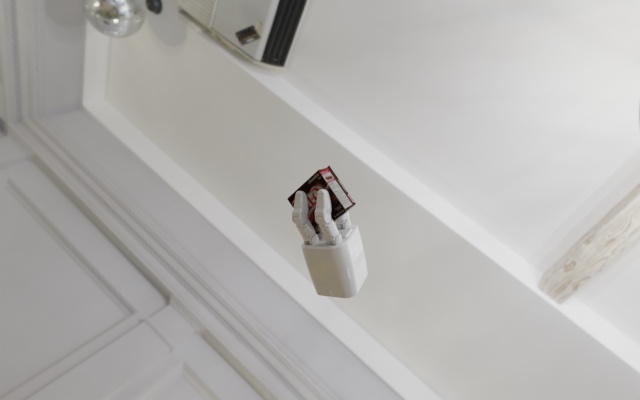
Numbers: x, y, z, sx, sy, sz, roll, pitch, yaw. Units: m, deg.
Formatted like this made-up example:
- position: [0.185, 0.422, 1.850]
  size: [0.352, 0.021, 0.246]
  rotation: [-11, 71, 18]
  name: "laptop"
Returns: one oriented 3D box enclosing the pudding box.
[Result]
- position: [0.000, 0.003, 0.879]
  size: [0.039, 0.090, 0.113]
  rotation: [-29, -8, -47]
  name: "pudding box"
